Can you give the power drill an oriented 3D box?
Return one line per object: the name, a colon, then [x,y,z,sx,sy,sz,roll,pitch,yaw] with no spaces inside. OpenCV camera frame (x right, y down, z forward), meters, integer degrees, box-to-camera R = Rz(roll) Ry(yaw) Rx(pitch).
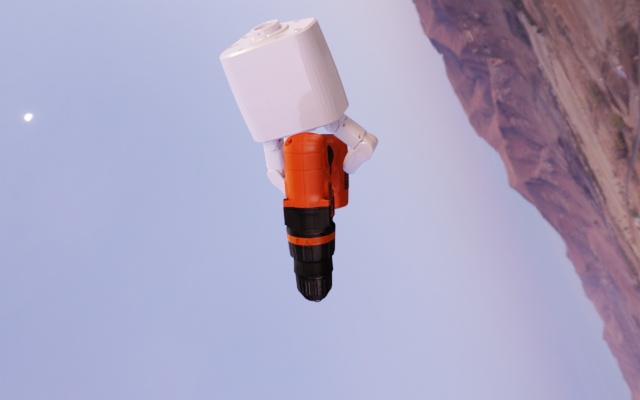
power drill: [0.000,0.001,0.566,0.057,0.184,0.187,1,17,7]
